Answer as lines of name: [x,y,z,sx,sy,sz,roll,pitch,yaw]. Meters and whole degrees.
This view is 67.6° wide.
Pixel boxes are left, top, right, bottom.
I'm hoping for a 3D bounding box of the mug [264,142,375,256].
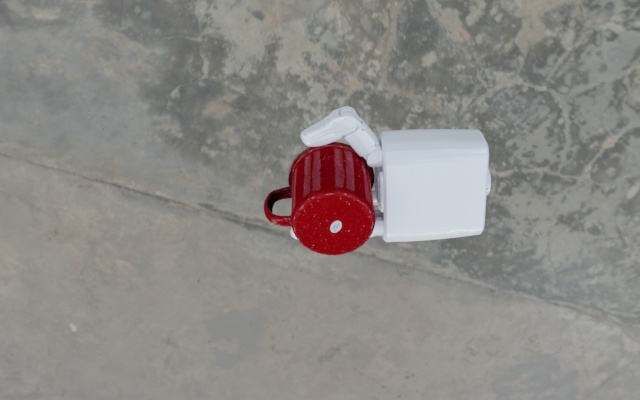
mug: [-0.001,0.002,0.484,0.117,0.093,0.081,-5,36,3]
